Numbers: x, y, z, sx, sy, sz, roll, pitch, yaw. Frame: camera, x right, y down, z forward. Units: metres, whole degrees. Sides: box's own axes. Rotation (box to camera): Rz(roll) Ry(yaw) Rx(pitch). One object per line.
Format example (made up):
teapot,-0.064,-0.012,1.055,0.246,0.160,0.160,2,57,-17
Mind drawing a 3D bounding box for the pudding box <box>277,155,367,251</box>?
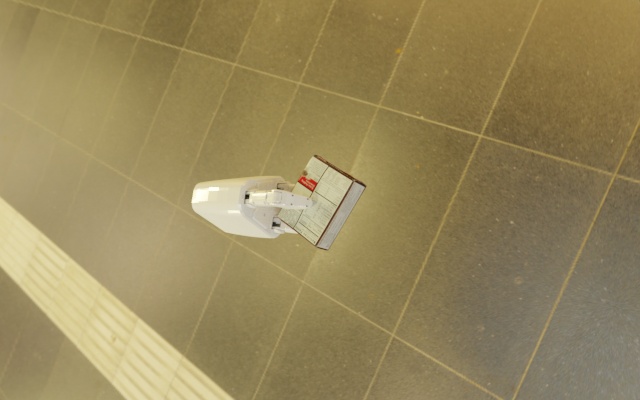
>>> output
pudding box,0.000,0.002,0.694,0.090,0.113,0.039,35,9,34
